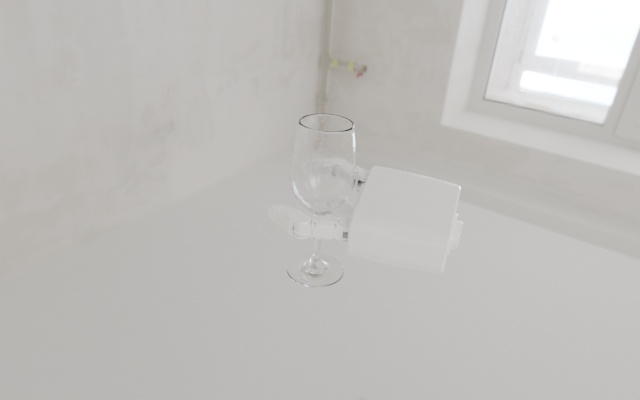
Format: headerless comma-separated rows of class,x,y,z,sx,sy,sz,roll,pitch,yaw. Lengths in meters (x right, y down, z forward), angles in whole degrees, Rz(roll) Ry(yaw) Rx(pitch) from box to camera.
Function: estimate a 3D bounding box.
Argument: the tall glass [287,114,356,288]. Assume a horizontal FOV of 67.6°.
tall glass,0.000,0.002,0.571,0.079,0.201,0.079,3,28,-2
